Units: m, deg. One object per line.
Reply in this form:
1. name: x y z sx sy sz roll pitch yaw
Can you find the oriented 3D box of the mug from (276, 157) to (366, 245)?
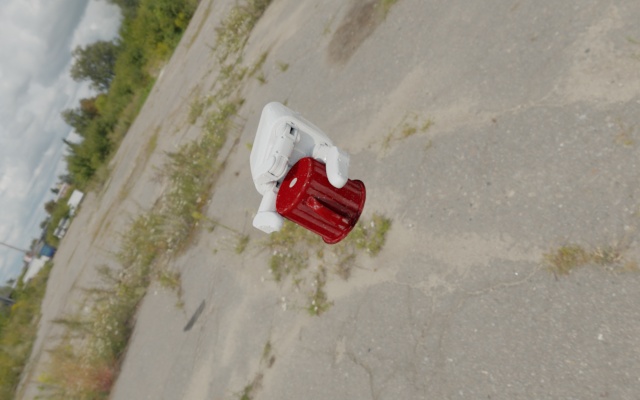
1. mug: 0.000 0.002 0.589 0.081 0.093 0.117 28 13 -24
